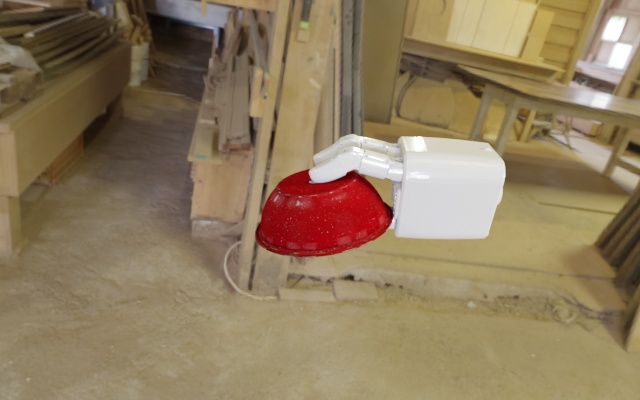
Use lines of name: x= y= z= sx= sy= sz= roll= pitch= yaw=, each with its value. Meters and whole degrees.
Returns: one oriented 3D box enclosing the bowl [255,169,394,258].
bowl: x=-0.001 y=0.002 z=0.543 sx=0.162 sy=0.055 sz=0.162 roll=-8 pitch=22 yaw=3
